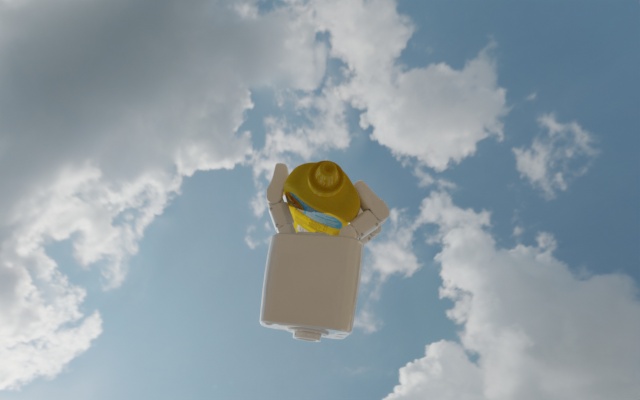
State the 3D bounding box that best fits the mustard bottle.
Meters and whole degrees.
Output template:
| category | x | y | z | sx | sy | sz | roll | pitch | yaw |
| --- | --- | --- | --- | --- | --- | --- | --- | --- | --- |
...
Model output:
| category | x | y | z | sx | sy | sz | roll | pitch | yaw |
| --- | --- | --- | --- | --- | --- | --- | --- | --- | --- |
| mustard bottle | 0.000 | 0.002 | 0.593 | 0.096 | 0.058 | 0.192 | 31 | -21 | 8 |
